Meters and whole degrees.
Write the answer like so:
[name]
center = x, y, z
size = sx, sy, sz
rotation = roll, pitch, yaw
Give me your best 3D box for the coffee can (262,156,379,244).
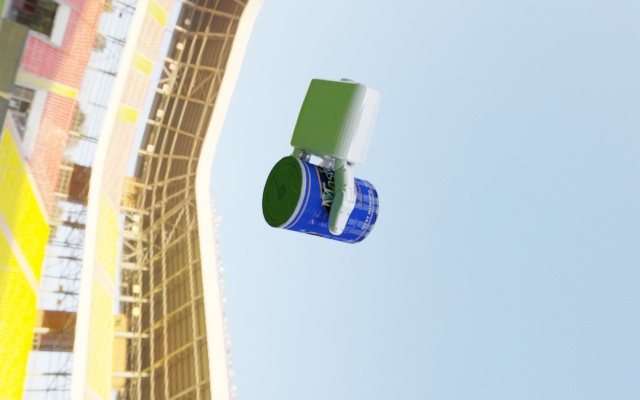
[coffee can]
center = 0.000, 0.002, 0.698
size = 0.140, 0.103, 0.103
rotation = 15, -9, -35
